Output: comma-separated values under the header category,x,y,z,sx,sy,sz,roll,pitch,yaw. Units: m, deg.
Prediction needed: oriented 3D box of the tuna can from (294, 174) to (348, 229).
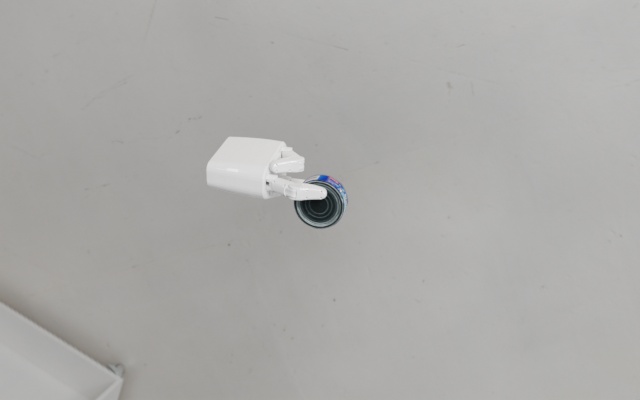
category,x,y,z,sx,sy,sz,roll,pitch,yaw
tuna can,0.000,0.003,0.782,0.086,0.086,0.033,0,19,14
